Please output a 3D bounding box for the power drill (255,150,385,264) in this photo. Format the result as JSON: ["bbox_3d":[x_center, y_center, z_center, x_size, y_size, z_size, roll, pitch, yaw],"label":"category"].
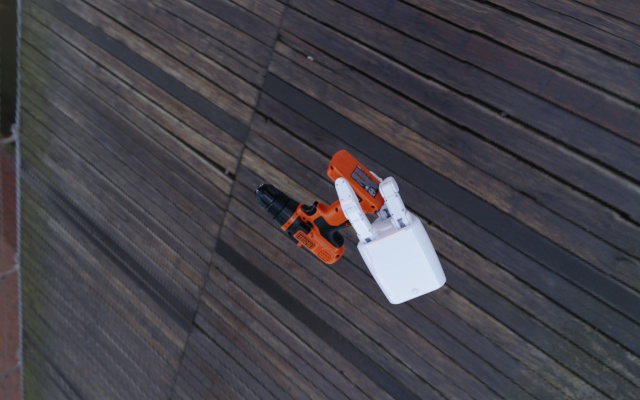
[{"bbox_3d":[0.001,0.002,0.769,0.188,0.184,0.057,-43,11,43],"label":"power drill"}]
